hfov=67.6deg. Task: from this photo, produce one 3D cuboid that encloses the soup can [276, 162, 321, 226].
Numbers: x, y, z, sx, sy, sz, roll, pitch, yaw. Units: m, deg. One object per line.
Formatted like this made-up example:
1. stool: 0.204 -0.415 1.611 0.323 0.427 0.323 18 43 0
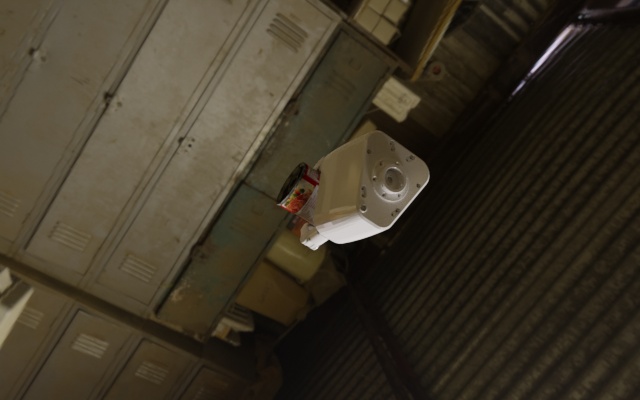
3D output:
1. soup can: 0.000 0.003 0.658 0.102 0.068 0.068 32 -10 -16
